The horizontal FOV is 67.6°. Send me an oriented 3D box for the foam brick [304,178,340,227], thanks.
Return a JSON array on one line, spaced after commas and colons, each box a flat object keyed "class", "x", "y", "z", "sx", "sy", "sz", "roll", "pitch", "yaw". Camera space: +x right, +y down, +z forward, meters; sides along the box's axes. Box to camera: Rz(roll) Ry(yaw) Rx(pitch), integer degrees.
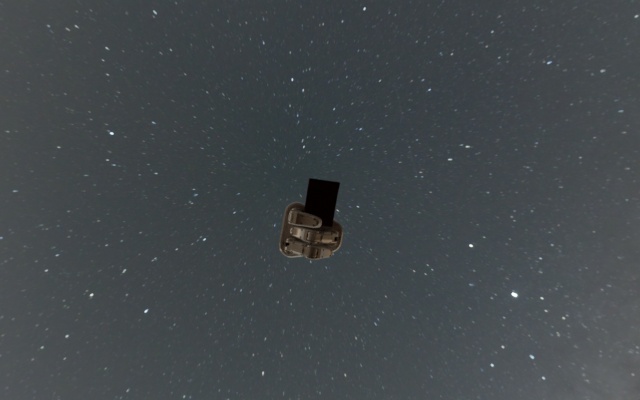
[{"class": "foam brick", "x": 0.000, "y": 0.002, "z": 0.822, "sx": 0.053, "sy": 0.078, "sz": 0.051, "roll": 10, "pitch": 2, "yaw": -3}]
